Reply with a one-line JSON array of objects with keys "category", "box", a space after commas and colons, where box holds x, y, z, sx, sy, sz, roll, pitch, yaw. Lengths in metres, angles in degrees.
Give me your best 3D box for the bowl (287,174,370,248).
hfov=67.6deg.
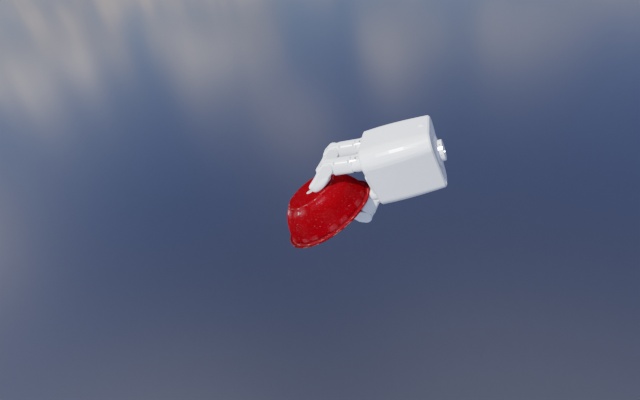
[{"category": "bowl", "box": [-0.001, 0.003, 0.786, 0.162, 0.055, 0.162, -33, 22, 15]}]
